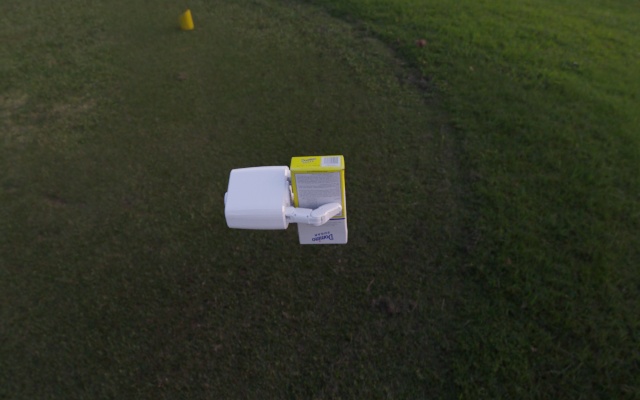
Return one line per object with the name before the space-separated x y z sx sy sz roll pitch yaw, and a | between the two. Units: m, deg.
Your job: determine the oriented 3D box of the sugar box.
sugar box | 0.000 0.002 0.874 0.093 0.176 0.048 -1 41 4
